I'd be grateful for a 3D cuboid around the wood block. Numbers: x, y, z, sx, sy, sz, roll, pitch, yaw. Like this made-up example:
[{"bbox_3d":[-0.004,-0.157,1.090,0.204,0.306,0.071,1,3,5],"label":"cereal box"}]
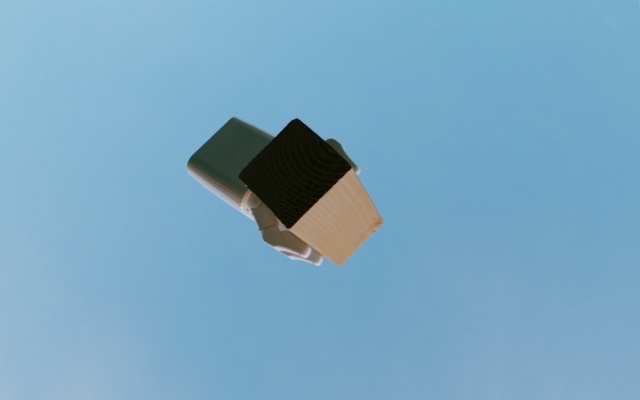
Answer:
[{"bbox_3d":[0.000,0.001,0.574,0.090,0.091,0.206,44,-1,24],"label":"wood block"}]
